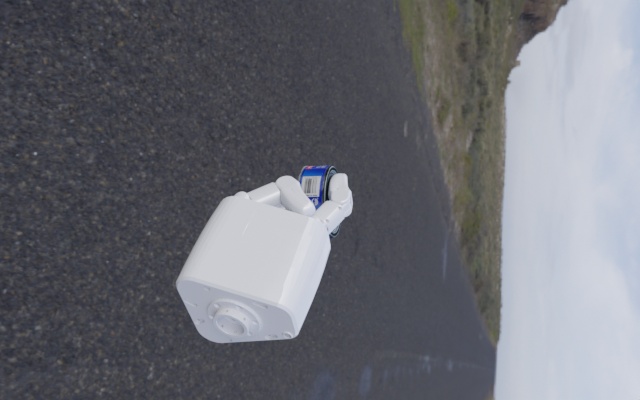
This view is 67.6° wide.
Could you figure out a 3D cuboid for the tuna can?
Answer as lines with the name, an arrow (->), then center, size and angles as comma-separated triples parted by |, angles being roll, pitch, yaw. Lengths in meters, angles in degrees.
tuna can -> 0.001, 0.002, 0.555 | 0.034, 0.086, 0.086 | -1, 0, 16
